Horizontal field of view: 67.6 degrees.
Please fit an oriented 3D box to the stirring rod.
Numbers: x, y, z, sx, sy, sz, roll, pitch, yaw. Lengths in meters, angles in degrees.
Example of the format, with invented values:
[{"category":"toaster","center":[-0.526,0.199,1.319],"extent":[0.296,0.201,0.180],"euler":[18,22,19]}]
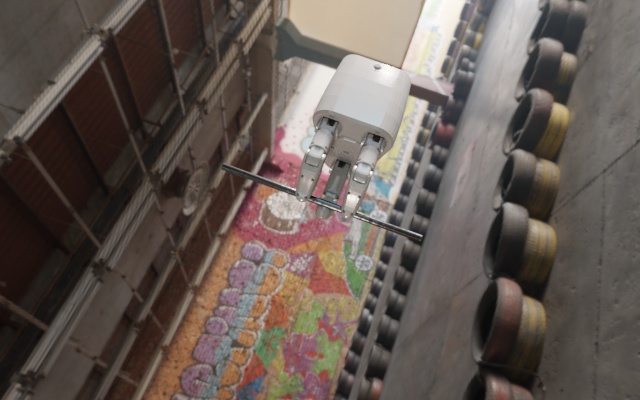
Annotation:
[{"category":"stirring rod","center":[0.000,0.002,0.544],"extent":[0.239,0.011,0.011],"euler":[20,1,4]}]
